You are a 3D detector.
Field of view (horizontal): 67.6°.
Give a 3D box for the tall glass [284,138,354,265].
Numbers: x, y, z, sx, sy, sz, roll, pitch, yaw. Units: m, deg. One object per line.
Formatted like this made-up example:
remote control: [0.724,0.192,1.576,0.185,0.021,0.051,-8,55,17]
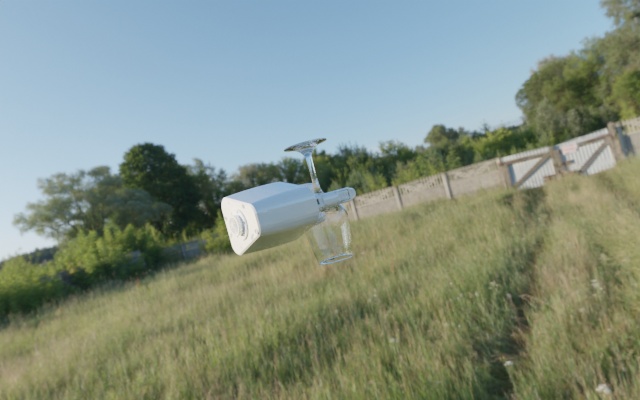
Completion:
tall glass: [0.000,0.002,0.796,0.079,0.201,0.079,-16,0,0]
